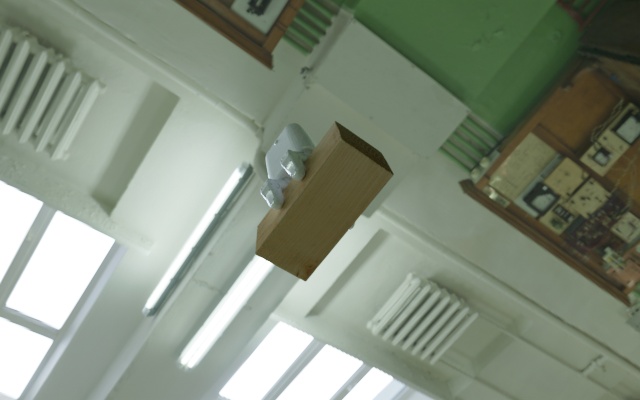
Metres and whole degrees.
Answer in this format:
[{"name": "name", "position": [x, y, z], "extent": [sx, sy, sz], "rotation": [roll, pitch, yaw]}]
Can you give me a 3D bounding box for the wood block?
[{"name": "wood block", "position": [0.000, 0.002, 0.694], "extent": [0.091, 0.206, 0.090], "rotation": [31, 19, -19]}]
